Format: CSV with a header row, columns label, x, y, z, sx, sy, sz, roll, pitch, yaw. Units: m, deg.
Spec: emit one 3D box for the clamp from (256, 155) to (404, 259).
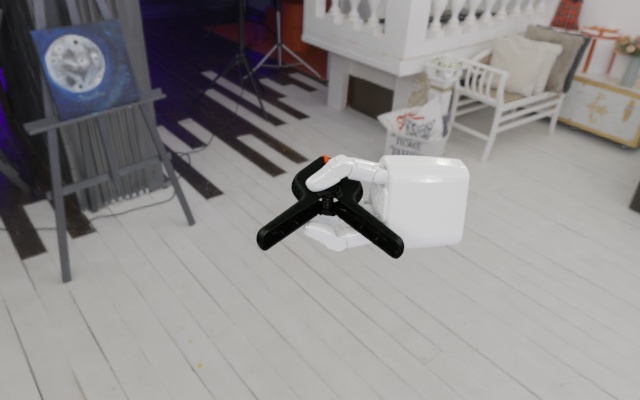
label,x,y,z,sx,sy,sz,roll,pitch,yaw
clamp,0.000,0.001,0.600,0.164,0.036,0.209,1,32,-10
